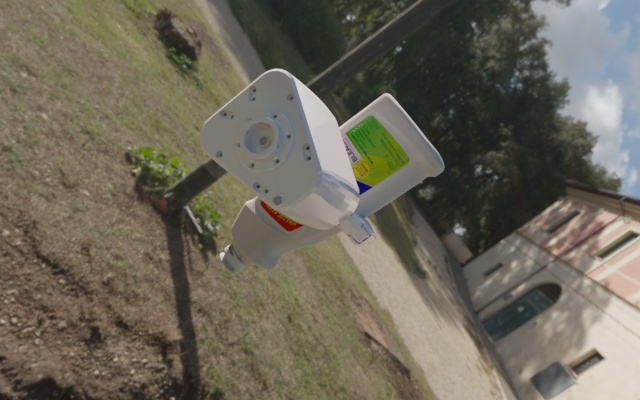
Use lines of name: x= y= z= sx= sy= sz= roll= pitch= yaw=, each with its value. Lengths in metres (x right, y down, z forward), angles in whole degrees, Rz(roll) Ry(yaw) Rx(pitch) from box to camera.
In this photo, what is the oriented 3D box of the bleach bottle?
bleach bottle: x=0.000 y=0.002 z=0.512 sx=0.251 sy=0.102 sz=0.068 roll=-38 pitch=-18 yaw=9
